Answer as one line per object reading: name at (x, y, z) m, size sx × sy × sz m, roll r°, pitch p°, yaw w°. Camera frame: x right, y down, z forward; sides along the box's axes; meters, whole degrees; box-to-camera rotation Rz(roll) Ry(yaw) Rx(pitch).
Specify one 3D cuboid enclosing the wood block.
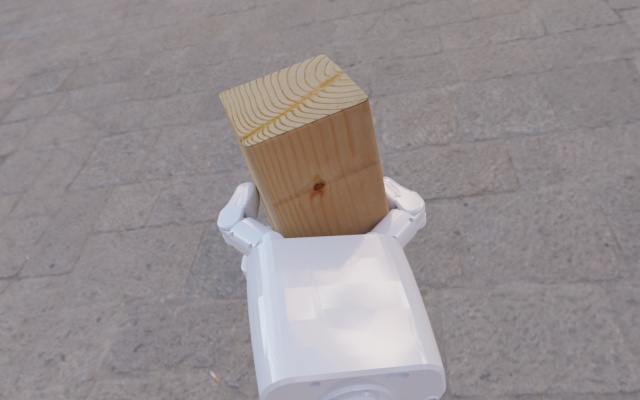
wood block at (0.000, 0.001, 0.402) m, size 0.091 × 0.206 × 0.090 m, roll -23°, pitch 41°, yaw -8°
